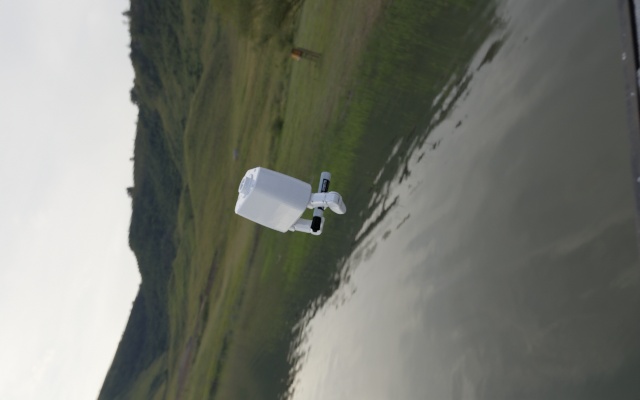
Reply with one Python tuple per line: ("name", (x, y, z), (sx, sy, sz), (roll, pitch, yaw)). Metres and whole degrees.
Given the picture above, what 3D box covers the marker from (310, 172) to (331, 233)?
("marker", (0.000, 0.003, 0.890), (0.020, 0.121, 0.020), (10, -25, 5))
